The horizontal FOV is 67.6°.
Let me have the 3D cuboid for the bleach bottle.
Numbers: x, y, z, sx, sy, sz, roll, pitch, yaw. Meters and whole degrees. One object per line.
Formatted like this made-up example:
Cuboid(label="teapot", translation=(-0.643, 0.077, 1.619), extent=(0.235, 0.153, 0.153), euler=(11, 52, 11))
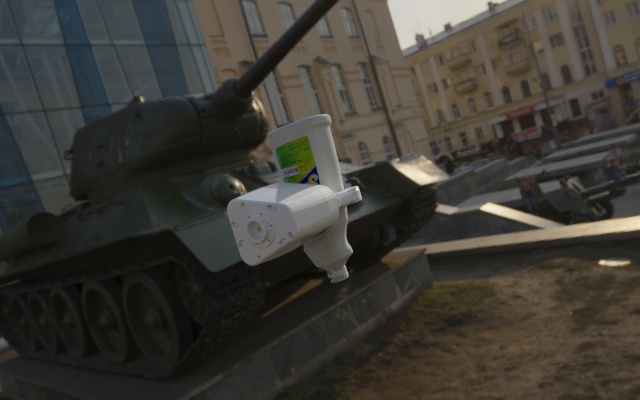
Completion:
Cuboid(label="bleach bottle", translation=(0.000, 0.002, 0.737), extent=(0.102, 0.251, 0.068), euler=(-15, 4, 33))
